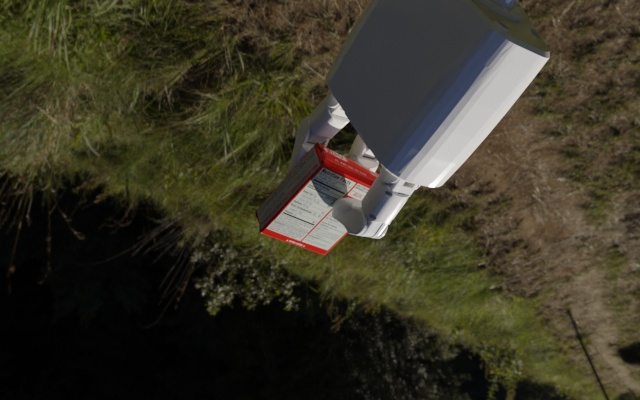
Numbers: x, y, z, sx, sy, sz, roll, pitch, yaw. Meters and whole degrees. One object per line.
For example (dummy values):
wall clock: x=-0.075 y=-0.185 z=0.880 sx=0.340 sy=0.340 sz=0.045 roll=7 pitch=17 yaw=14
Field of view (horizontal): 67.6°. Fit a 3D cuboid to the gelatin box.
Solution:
gelatin box: x=0.000 y=0.002 z=0.406 sx=0.073 sy=0.030 sz=0.089 roll=23 pitch=-57 yaw=-35
